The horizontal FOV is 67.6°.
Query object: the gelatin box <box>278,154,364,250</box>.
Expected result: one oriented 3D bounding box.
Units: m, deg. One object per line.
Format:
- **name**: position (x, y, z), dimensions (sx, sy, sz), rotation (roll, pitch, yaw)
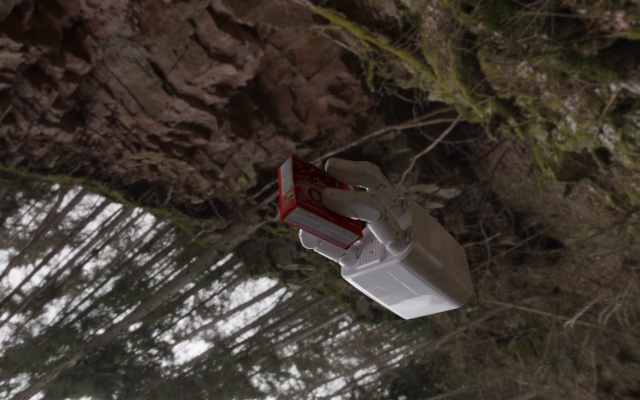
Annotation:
- **gelatin box**: position (0.000, 0.002, 0.492), dimensions (0.089, 0.073, 0.030), rotation (26, -53, -30)
